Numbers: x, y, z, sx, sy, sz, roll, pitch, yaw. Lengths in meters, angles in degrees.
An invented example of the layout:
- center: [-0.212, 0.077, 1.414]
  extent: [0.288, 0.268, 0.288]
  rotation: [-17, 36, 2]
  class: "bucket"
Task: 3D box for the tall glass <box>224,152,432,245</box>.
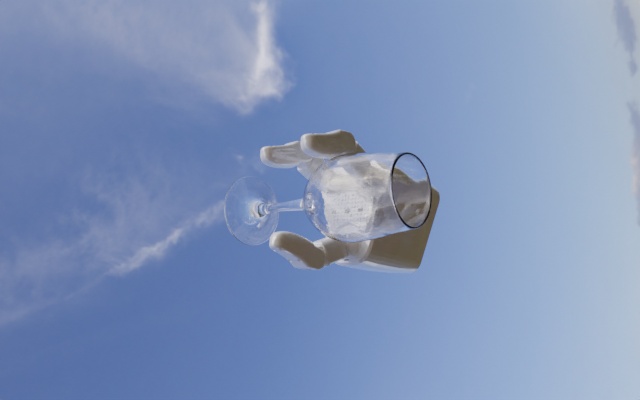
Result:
- center: [-0.001, 0.002, 0.446]
  extent: [0.201, 0.079, 0.079]
  rotation: [-7, -5, 42]
  class: "tall glass"
